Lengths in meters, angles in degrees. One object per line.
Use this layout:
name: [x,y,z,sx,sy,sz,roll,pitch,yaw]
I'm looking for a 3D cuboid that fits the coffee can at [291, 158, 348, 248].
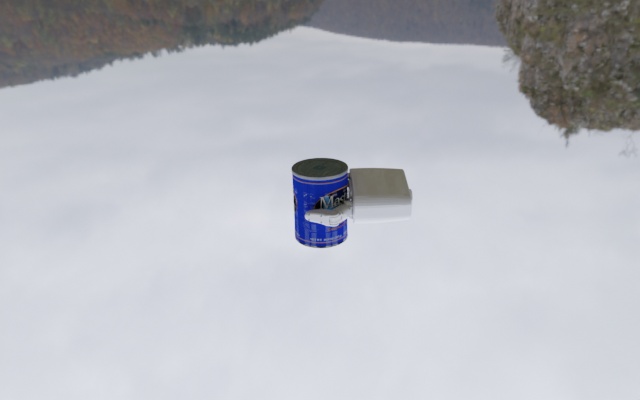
coffee can: [0.000,0.003,0.887,0.103,0.140,0.102,-1,24,0]
